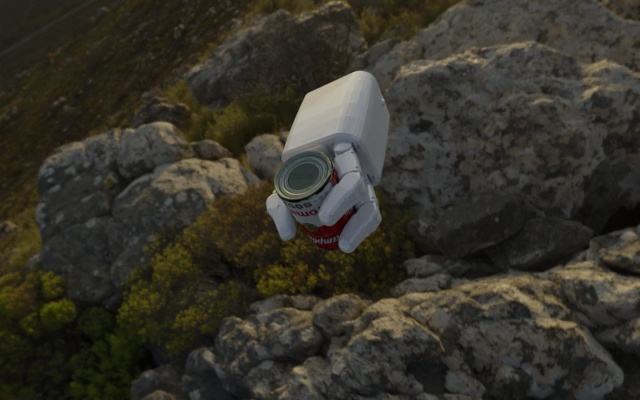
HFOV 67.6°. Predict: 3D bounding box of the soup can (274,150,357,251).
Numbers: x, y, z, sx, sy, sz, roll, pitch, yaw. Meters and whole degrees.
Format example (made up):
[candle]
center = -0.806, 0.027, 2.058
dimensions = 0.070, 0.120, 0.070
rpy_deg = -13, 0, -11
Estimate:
[soup can]
center = 0.000, 0.002, 0.527
dimensions = 0.068, 0.068, 0.102
rpy_deg = 0, -35, 27
